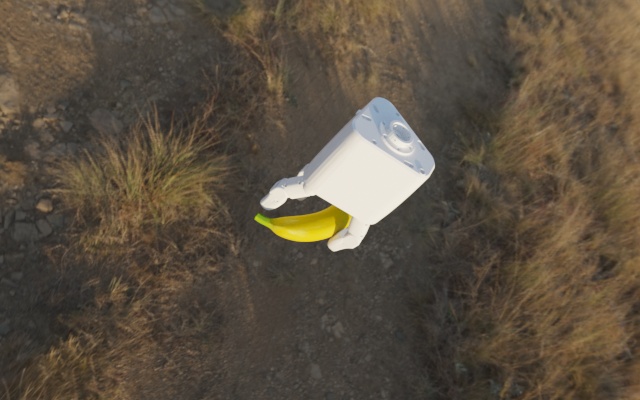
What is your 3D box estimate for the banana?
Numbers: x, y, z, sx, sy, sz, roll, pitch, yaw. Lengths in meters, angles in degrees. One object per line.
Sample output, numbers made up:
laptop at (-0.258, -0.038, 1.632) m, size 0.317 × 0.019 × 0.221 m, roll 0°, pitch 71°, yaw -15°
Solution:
banana at (0.007, 0.018, 0.670) m, size 0.198 × 0.069 × 0.037 m, roll -16°, pitch -24°, yaw -40°
